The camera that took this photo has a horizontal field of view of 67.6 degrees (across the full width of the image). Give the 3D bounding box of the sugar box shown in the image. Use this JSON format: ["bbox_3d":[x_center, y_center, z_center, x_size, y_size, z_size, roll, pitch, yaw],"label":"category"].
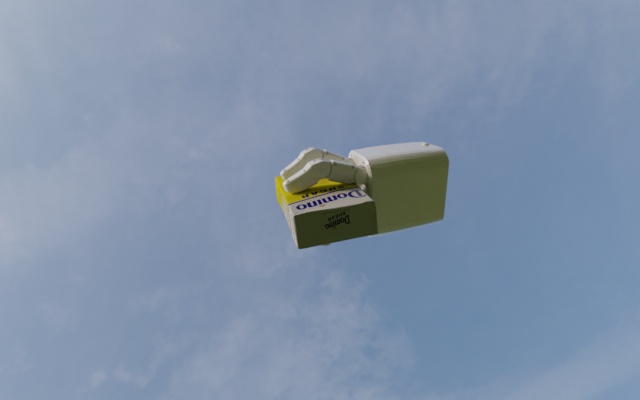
[{"bbox_3d":[0.000,0.001,0.590,0.093,0.048,0.176,-10,16,-10],"label":"sugar box"}]
